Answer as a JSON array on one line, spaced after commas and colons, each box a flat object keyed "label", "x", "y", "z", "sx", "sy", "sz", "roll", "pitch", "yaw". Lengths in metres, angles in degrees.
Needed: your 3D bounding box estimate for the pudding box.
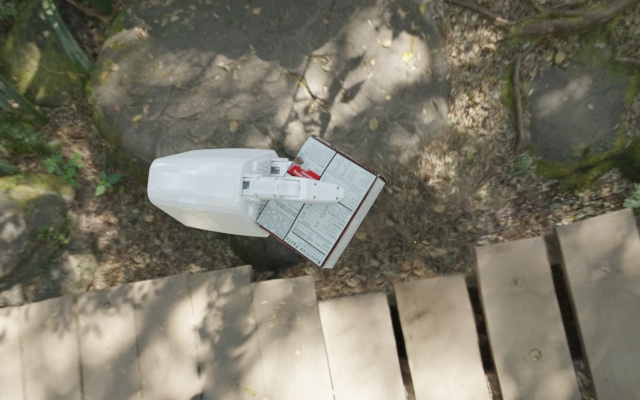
[{"label": "pudding box", "x": 0.000, "y": 0.002, "z": 0.492, "sx": 0.090, "sy": 0.113, "sz": 0.039, "roll": 33, "pitch": 6, "yaw": 19}]
